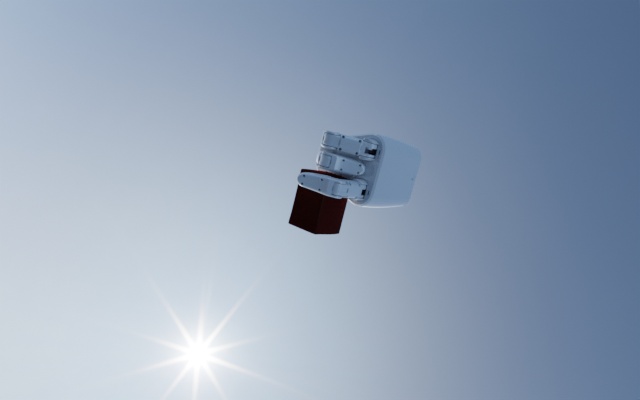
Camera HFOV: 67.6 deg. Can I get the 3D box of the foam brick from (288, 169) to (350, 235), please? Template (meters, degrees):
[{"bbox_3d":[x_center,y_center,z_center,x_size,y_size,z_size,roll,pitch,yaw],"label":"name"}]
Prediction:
[{"bbox_3d":[0.000,0.002,0.639,0.053,0.078,0.051,22,12,39],"label":"foam brick"}]
